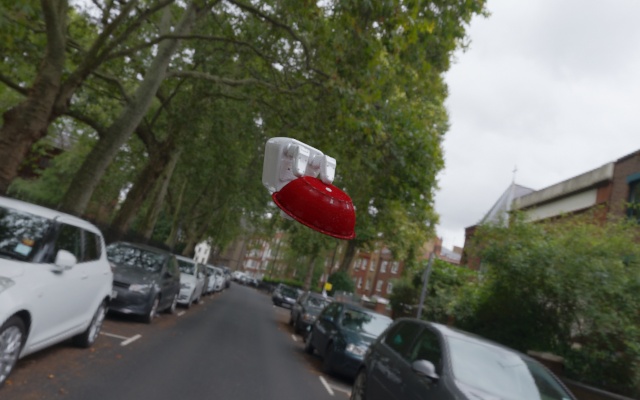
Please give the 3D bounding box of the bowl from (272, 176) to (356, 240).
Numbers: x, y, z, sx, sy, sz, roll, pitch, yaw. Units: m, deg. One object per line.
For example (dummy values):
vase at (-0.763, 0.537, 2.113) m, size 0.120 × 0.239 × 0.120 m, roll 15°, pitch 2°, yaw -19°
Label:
bowl at (0.001, 0.003, 0.820) m, size 0.162 × 0.055 × 0.162 m, roll 26°, pitch 14°, yaw -7°
